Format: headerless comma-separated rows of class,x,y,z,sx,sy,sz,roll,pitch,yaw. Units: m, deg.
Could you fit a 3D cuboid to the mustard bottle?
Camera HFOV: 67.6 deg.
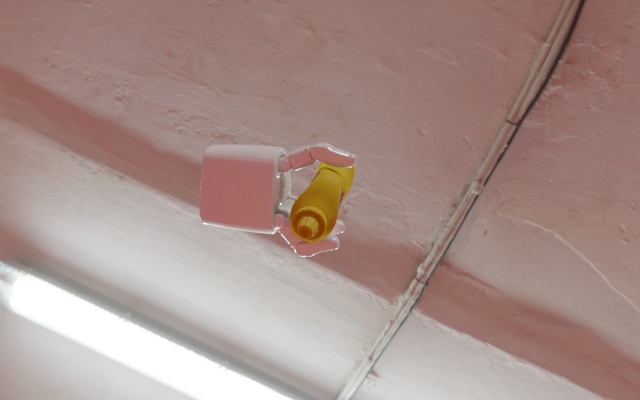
mustard bottle,0.000,0.002,0.632,0.058,0.096,0.191,27,24,1
